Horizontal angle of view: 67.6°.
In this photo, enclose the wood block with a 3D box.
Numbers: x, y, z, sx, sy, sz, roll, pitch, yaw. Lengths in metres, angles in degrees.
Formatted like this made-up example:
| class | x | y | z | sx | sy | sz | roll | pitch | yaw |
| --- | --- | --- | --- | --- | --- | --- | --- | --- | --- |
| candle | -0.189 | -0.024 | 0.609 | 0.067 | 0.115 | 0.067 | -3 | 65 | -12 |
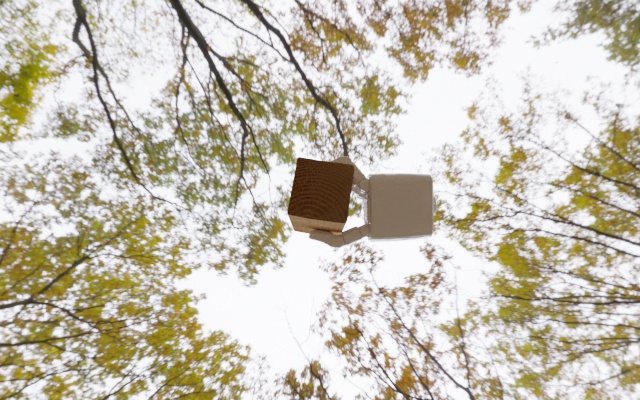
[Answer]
| class | x | y | z | sx | sy | sz | roll | pitch | yaw |
| --- | --- | --- | --- | --- | --- | --- | --- | --- | --- |
| wood block | 0.000 | 0.003 | 0.799 | 0.090 | 0.091 | 0.206 | 9 | -11 | 1 |
